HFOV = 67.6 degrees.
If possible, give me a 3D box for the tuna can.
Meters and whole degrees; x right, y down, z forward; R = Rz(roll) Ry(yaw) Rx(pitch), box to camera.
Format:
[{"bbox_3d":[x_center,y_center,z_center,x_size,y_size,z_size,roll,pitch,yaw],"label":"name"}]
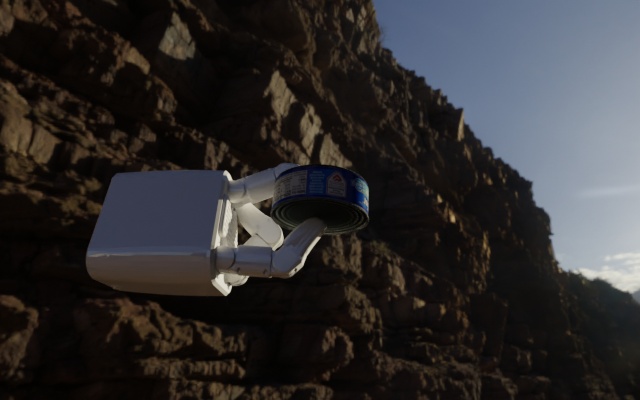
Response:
[{"bbox_3d":[0.000,0.001,0.422,0.086,0.033,0.086,3,-23,1],"label":"tuna can"}]
